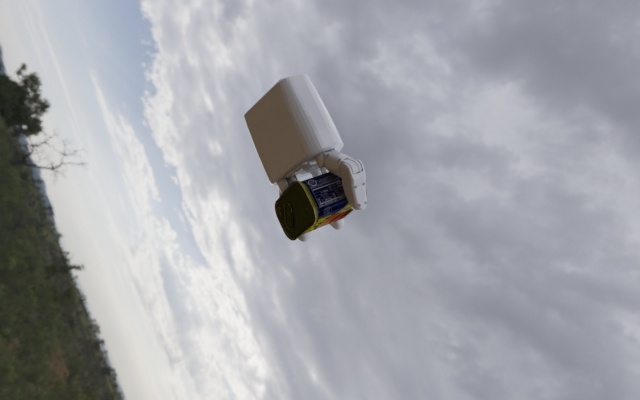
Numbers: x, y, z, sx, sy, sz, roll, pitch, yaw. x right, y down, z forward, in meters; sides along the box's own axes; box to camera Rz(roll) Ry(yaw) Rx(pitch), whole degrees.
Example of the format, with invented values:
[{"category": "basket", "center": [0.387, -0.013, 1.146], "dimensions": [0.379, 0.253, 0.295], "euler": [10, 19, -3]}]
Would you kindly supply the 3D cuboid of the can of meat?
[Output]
[{"category": "can of meat", "center": [0.000, 0.002, 0.608], "dimensions": [0.084, 0.057, 0.102], "euler": [-21, -11, -30]}]
